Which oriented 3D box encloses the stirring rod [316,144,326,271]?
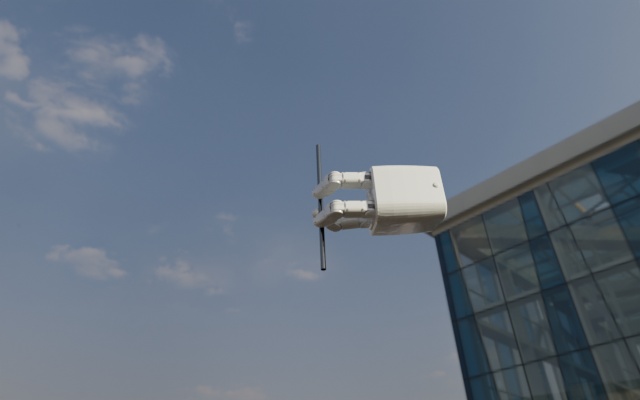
[{"bbox_3d":[0.000,0.003,0.764,0.011,0.239,0.011,-2,-35,-1],"label":"stirring rod"}]
